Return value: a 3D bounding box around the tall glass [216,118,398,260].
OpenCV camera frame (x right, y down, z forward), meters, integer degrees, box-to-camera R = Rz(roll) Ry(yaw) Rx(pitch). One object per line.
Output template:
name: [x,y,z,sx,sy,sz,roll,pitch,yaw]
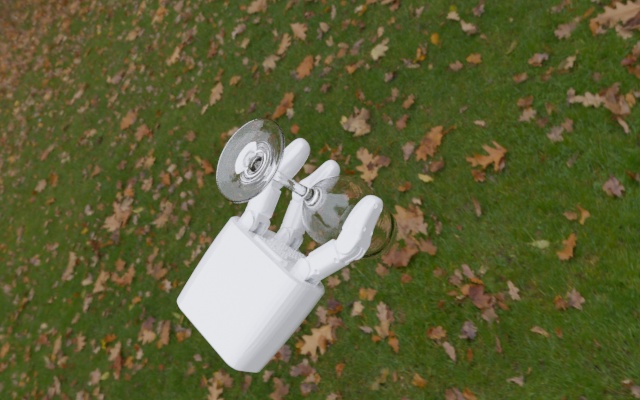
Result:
tall glass: [0.000,0.001,0.456,0.079,0.079,0.201,0,-20,39]
